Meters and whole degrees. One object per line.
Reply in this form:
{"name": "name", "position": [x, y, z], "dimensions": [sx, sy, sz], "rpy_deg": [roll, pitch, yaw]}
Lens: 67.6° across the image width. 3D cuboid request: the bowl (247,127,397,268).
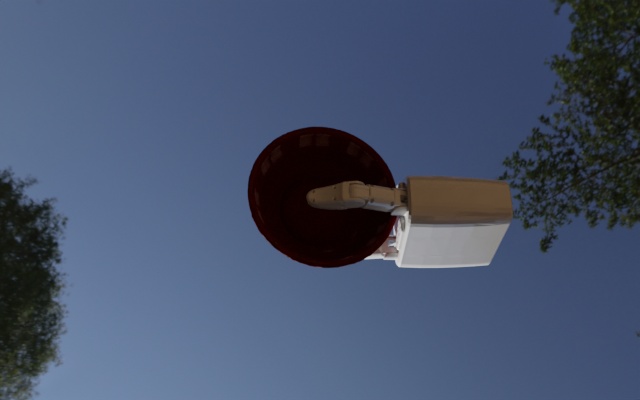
{"name": "bowl", "position": [-0.001, 0.001, 0.526], "dimensions": [0.162, 0.162, 0.055], "rpy_deg": [0, -22, -11]}
